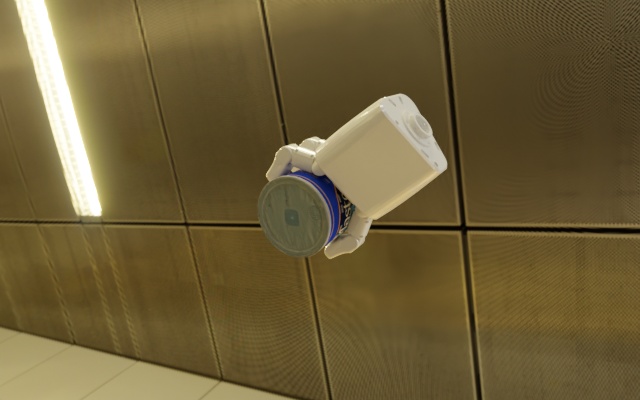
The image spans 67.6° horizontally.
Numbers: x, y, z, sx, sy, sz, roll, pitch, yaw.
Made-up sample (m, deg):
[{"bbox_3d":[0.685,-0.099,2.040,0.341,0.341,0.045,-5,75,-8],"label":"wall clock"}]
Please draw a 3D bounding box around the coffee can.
[{"bbox_3d":[0.000,0.002,0.628,0.103,0.103,0.140,0,16,31],"label":"coffee can"}]
